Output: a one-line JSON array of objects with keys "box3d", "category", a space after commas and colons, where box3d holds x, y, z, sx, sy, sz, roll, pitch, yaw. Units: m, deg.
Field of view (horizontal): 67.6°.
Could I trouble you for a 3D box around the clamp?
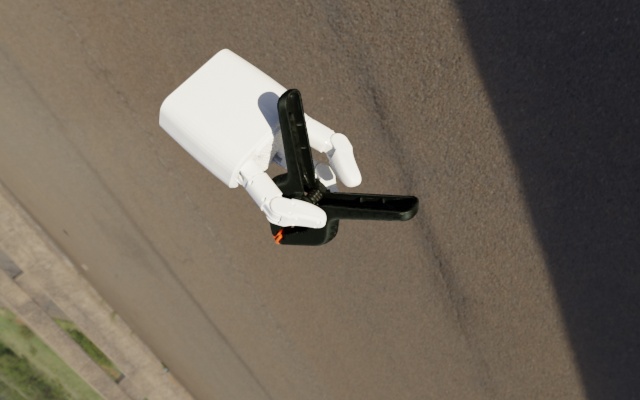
[{"box3d": [-0.001, 0.002, 0.506, 0.036, 0.164, 0.210, -46, -8, -36], "category": "clamp"}]
